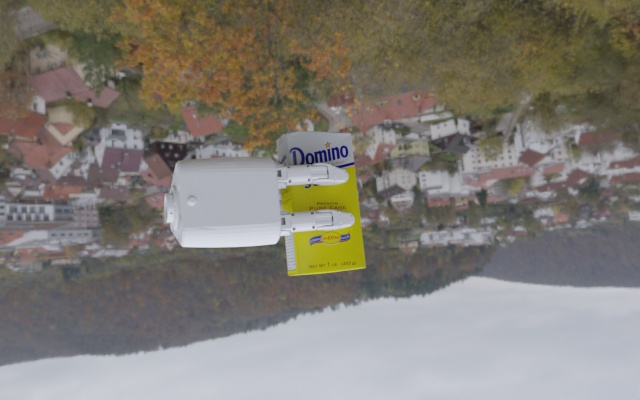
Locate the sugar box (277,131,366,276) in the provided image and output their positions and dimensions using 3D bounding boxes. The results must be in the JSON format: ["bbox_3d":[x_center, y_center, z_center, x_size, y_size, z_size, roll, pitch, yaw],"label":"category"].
[{"bbox_3d":[0.000,0.002,0.601,0.093,0.176,0.048,-3,-7,-24],"label":"sugar box"}]
